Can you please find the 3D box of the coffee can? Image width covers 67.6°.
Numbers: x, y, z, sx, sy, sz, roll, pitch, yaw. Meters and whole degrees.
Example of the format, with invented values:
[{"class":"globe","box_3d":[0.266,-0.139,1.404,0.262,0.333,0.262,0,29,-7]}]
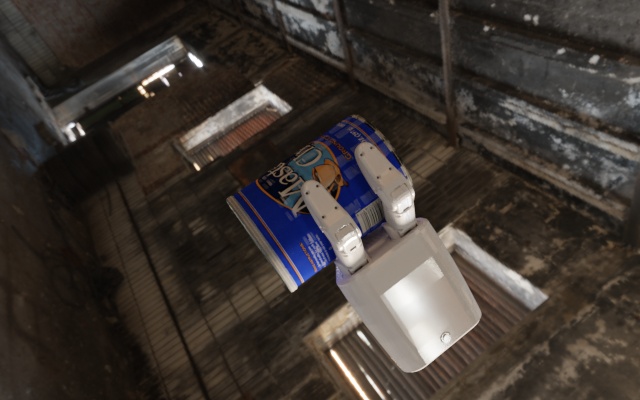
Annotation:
[{"class":"coffee can","box_3d":[0.000,0.001,0.442,0.140,0.103,0.103,-35,7,-10]}]
